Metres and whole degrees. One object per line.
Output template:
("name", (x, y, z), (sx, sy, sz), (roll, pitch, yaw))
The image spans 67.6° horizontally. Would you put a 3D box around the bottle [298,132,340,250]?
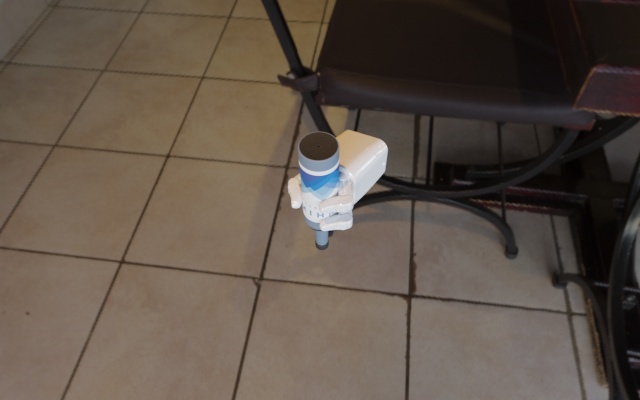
("bottle", (0.000, 0.003, 0.872), (0.069, 0.069, 0.296), (0, -37, 2))
